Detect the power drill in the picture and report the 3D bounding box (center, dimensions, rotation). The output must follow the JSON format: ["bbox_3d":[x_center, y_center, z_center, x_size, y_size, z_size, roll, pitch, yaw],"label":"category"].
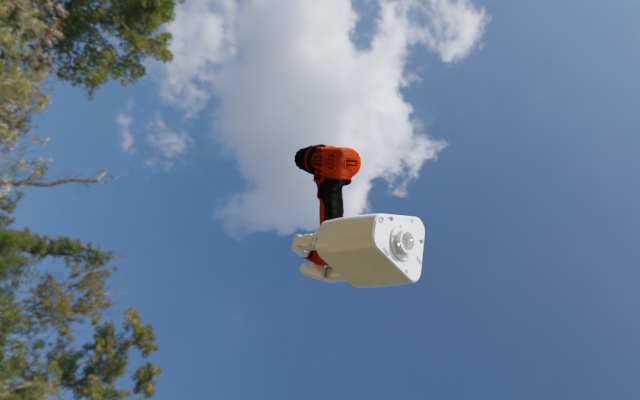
[{"bbox_3d":[0.000,0.003,0.776,0.057,0.187,0.184,-1,6,-24],"label":"power drill"}]
